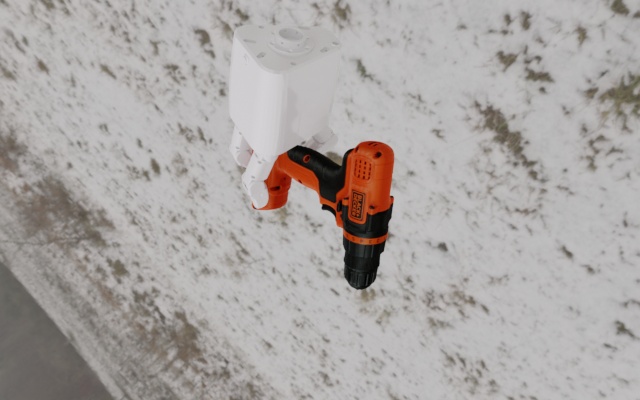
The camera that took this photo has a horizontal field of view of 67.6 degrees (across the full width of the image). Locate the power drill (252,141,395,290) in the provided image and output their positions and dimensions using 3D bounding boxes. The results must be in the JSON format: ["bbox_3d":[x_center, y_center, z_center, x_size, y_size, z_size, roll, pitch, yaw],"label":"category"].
[{"bbox_3d":[0.000,0.002,0.584,0.187,0.184,0.057,20,27,31],"label":"power drill"}]
